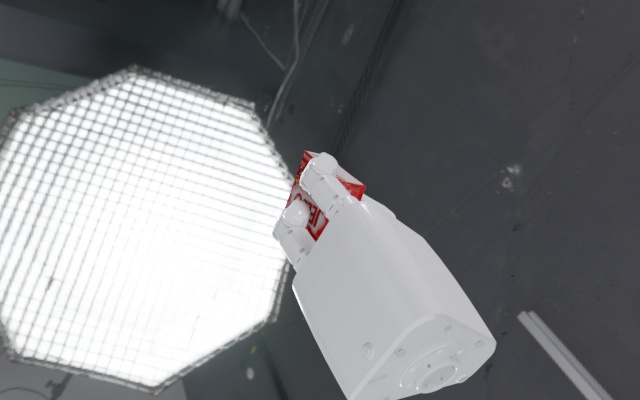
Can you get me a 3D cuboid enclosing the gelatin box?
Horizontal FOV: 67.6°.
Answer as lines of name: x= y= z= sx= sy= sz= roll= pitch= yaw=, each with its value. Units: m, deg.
gelatin box: x=0.000 y=0.001 z=0.458 sx=0.030 sy=0.073 sz=0.089 roll=11 pitch=19 yaw=-30
